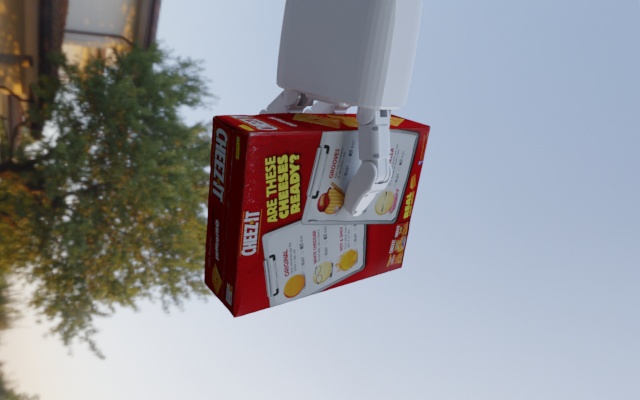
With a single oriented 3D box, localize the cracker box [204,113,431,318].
[{"bbox_3d":[0.000,0.002,0.463,0.213,0.164,0.072,-8,26,-38],"label":"cracker box"}]
